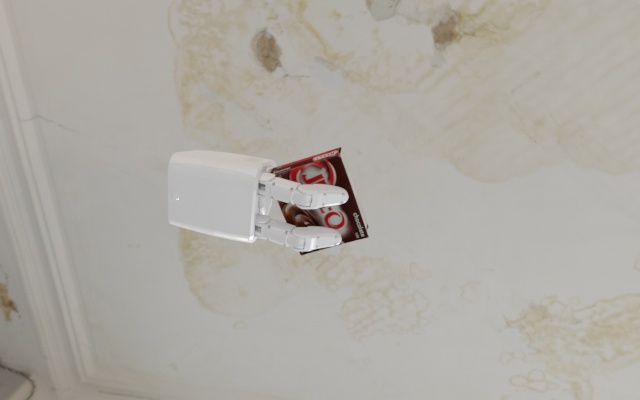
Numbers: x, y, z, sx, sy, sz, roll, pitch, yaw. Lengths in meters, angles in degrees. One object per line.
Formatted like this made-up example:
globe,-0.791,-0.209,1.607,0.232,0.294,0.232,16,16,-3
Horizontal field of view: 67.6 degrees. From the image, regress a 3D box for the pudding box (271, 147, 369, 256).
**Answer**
pudding box,0.000,0.002,0.577,0.090,0.113,0.039,-16,22,14
